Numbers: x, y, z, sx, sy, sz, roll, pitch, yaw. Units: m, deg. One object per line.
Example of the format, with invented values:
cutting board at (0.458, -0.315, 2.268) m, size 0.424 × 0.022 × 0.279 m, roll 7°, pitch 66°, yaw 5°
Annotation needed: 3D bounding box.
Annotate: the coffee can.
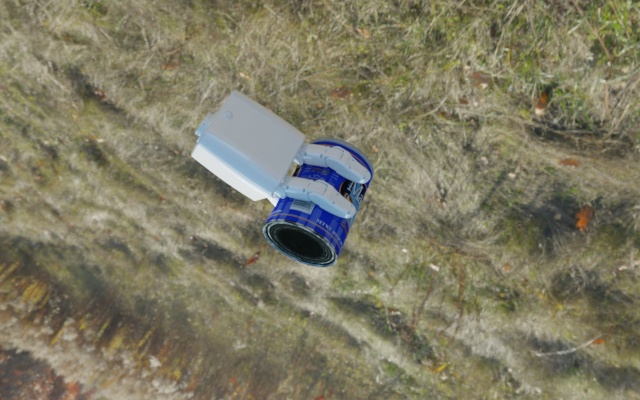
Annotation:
coffee can at (0.000, 0.002, 0.632) m, size 0.103 × 0.140 × 0.103 m, roll 19°, pitch -31°, yaw 12°
